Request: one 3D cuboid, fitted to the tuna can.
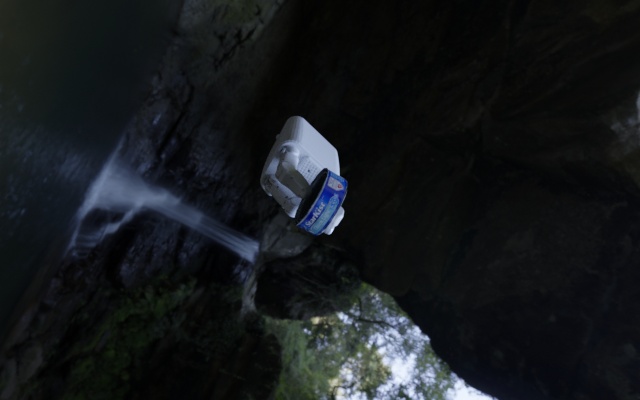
[{"bbox_3d":[0.001,0.002,0.627,0.034,0.086,0.086,30,-7,-12],"label":"tuna can"}]
